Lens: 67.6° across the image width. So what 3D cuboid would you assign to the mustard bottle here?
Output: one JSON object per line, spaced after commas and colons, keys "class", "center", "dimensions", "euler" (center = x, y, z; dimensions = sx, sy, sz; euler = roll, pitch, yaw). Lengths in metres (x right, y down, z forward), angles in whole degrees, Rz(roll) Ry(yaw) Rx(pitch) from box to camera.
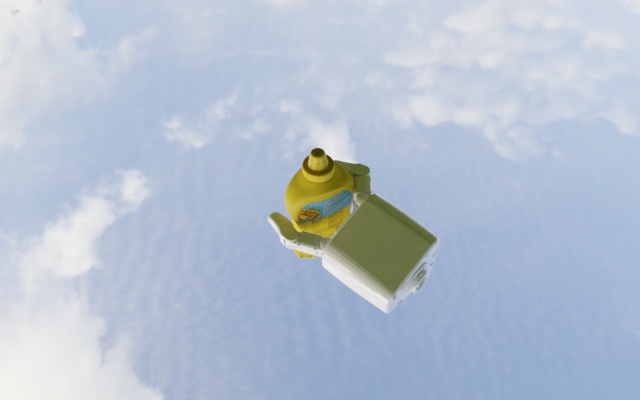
{"class": "mustard bottle", "center": [0.000, 0.002, 0.649], "dimensions": [0.096, 0.058, 0.192], "euler": [-20, -36, -13]}
